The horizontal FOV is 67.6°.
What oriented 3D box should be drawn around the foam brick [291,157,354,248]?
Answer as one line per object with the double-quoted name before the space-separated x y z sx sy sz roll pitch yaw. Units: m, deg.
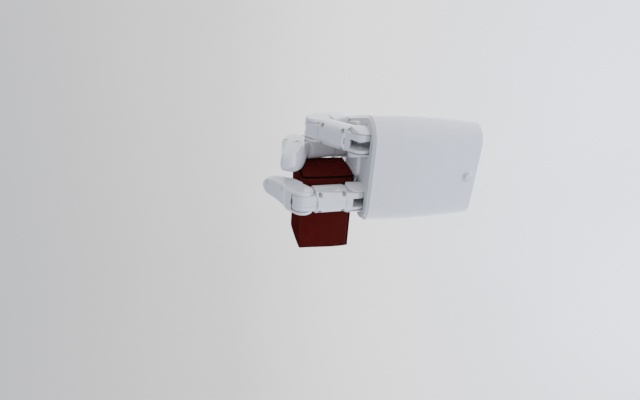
"foam brick" 0.000 0.002 0.480 0.051 0.078 0.053 -2 27 -12
